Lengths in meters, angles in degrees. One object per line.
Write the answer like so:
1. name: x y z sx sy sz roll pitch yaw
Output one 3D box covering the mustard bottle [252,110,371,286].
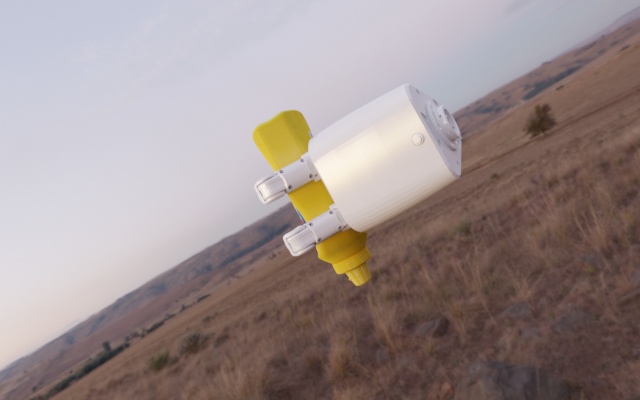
1. mustard bottle: 0.000 0.002 0.501 0.058 0.191 0.096 -29 0 4
